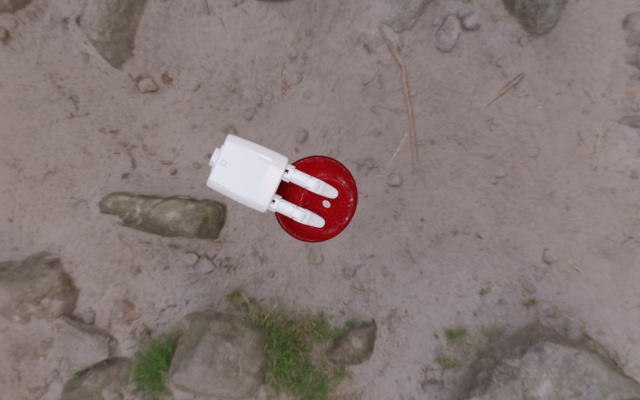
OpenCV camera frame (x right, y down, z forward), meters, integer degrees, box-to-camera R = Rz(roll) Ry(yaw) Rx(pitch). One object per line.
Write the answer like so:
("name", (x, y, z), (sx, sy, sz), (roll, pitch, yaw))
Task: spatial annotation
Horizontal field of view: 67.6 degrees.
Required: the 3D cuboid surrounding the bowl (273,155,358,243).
("bowl", (0.002, 0.003, 0.843), (0.162, 0.162, 0.055), (0, 10, -18))
